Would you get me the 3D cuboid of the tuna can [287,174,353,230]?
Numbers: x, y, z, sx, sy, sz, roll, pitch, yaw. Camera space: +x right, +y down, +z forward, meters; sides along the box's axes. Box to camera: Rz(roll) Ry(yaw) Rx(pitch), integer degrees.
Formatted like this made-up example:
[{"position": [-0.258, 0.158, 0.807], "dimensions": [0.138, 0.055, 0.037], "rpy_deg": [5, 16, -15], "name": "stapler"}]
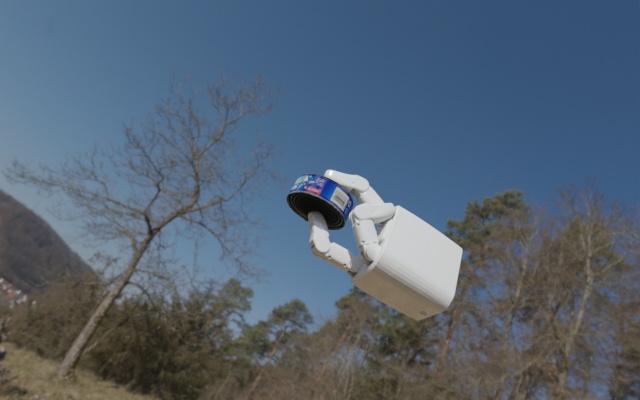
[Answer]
[{"position": [0.000, 0.002, 0.641], "dimensions": [0.086, 0.033, 0.086], "rpy_deg": [22, -26, 11], "name": "tuna can"}]
